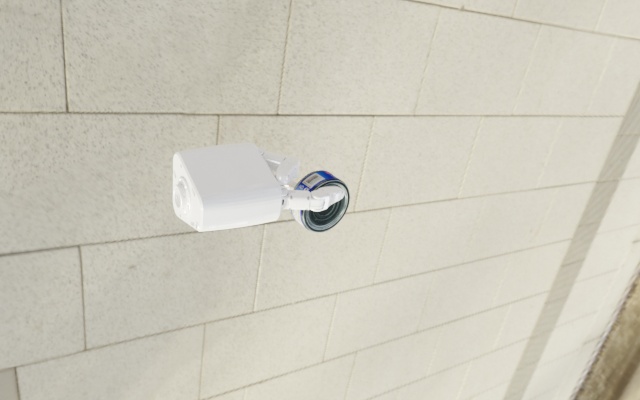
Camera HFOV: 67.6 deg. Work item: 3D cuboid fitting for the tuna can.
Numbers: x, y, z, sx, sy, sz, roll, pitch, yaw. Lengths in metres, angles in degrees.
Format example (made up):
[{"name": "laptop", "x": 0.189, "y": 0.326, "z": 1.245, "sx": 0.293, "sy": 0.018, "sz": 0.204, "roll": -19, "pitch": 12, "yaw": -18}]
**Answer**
[{"name": "tuna can", "x": 0.000, "y": 0.002, "z": 0.681, "sx": 0.086, "sy": 0.086, "sz": 0.033, "roll": 0, "pitch": 25, "yaw": -40}]
